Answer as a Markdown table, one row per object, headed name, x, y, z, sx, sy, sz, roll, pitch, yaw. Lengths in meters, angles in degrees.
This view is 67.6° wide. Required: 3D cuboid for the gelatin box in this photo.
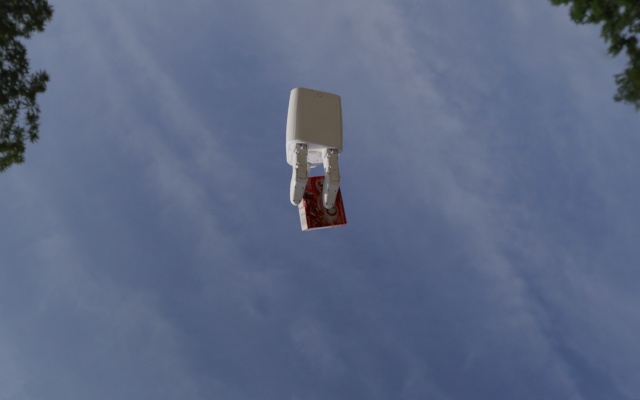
| name | x | y | z | sx | sy | sz | roll | pitch | yaw |
| --- | --- | --- | --- | --- | --- | --- | --- | --- | --- |
| gelatin box | 0.000 | 0.003 | 0.810 | 0.073 | 0.089 | 0.030 | -6 | -9 | -23 |
